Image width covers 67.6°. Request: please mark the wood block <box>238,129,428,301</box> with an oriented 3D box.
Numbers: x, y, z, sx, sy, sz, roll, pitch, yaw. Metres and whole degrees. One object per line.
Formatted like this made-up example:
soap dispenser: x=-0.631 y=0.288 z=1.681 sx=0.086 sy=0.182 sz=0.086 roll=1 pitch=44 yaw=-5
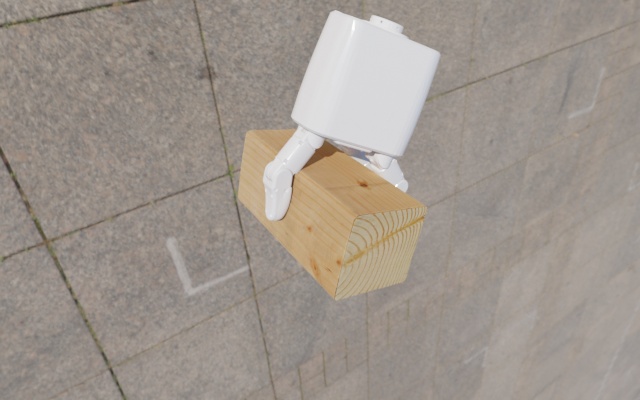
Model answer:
wood block: x=0.000 y=0.001 z=0.508 sx=0.091 sy=0.090 sz=0.206 roll=-7 pitch=31 yaw=-35
